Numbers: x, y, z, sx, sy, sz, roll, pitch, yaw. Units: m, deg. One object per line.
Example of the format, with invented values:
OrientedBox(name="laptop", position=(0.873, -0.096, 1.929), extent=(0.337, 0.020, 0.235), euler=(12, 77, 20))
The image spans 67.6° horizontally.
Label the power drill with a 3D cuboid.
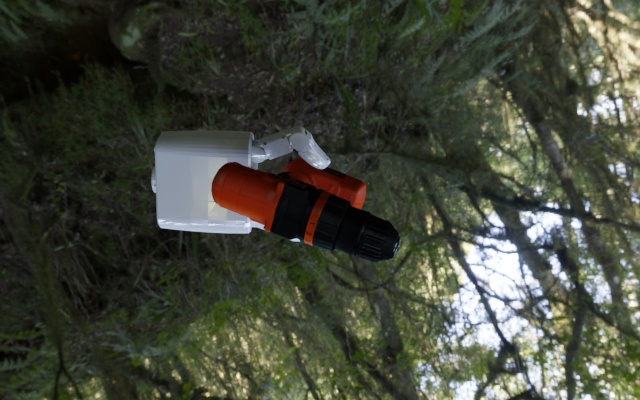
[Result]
OrientedBox(name="power drill", position=(0.000, 0.002, 0.510), extent=(0.184, 0.057, 0.187), euler=(22, 10, 9))
